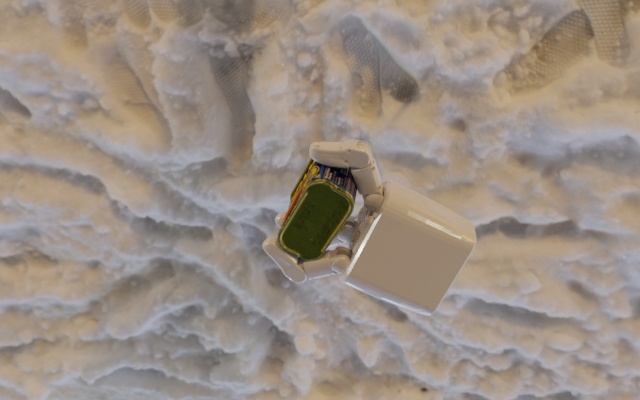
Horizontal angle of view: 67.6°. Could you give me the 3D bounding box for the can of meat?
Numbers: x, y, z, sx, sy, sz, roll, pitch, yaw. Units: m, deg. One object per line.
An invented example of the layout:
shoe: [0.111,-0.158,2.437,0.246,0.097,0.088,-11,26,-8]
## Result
can of meat: [0.000,0.002,0.505,0.057,0.102,0.084,27,33,-8]
